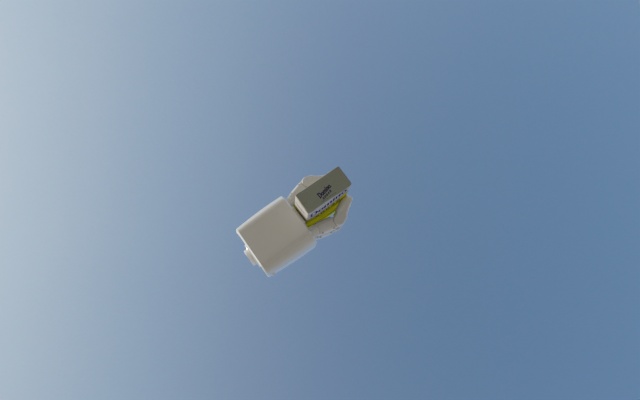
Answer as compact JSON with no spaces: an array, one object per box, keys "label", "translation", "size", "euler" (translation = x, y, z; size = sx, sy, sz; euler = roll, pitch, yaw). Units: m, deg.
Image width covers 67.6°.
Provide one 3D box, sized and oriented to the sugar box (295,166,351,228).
[{"label":"sugar box","translation":[0.000,0.003,0.876],"size":[0.093,0.048,0.176],"euler":[-34,-7,-10]}]
